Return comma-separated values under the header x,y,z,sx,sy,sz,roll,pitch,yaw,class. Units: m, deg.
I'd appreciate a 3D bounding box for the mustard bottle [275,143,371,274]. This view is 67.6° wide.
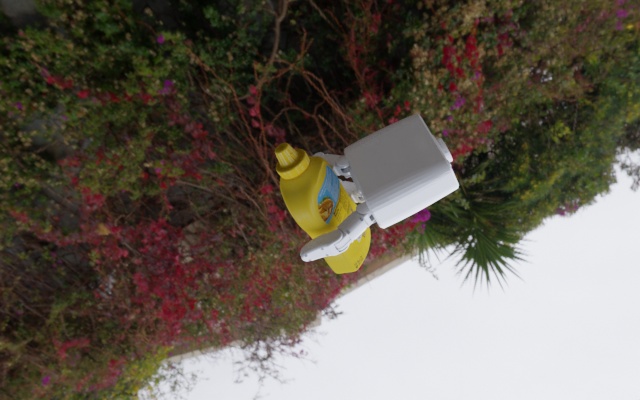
x,y,z,sx,sy,sz,roll,pitch,yaw,class
0.000,0.002,0.606,0.058,0.096,0.192,-11,-48,29,mustard bottle
